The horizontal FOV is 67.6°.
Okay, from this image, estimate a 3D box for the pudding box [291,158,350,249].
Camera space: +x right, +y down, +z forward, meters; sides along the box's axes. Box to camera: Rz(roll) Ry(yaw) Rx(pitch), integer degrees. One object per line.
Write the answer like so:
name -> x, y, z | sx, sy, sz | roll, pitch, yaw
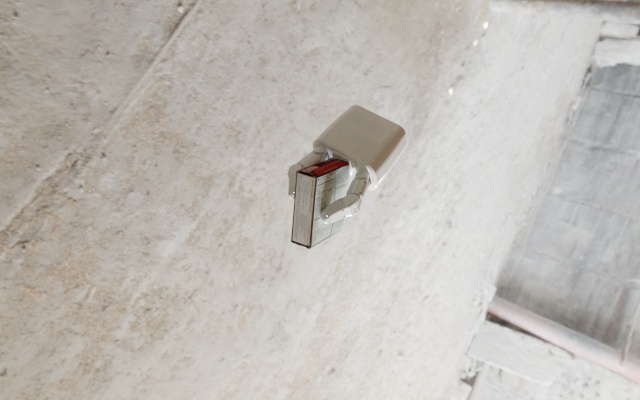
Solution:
pudding box -> 0.000, 0.002, 0.692 | 0.039, 0.113, 0.090 | 18, 25, 31
